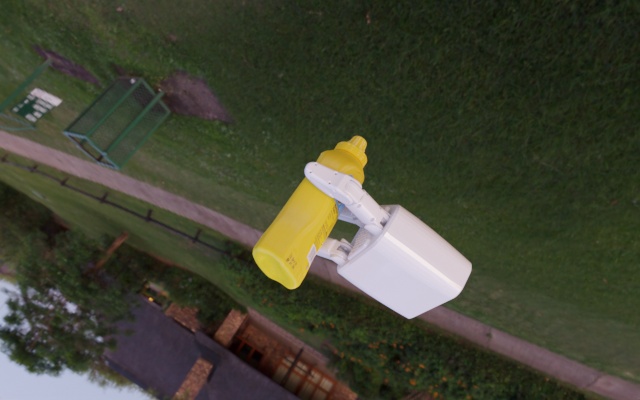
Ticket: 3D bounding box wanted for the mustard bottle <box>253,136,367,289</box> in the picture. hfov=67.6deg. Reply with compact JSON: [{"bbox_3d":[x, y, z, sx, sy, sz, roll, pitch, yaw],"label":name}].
[{"bbox_3d":[0.000,0.002,0.539,0.058,0.191,0.096,27,-23,17],"label":"mustard bottle"}]
